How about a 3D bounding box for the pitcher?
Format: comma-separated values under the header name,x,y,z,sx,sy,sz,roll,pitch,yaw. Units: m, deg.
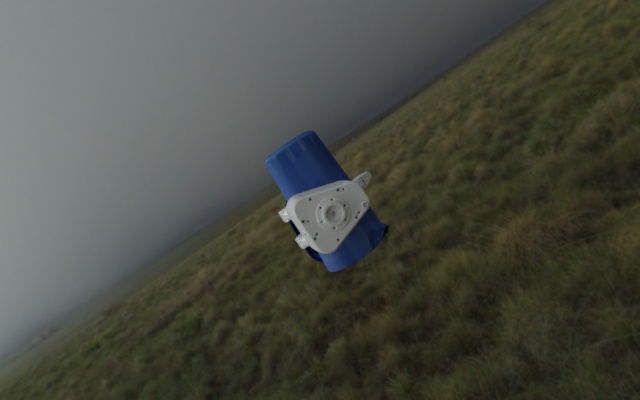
name,x,y,z,sx,sy,sz,roll,pitch,yaw
pitcher,0.000,0.003,0.879,0.149,0.243,0.145,-34,5,-2
